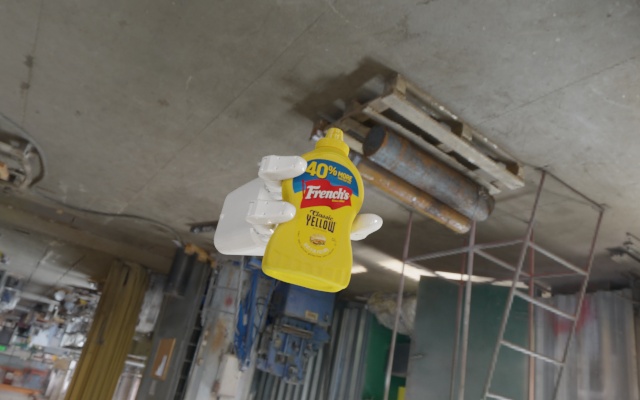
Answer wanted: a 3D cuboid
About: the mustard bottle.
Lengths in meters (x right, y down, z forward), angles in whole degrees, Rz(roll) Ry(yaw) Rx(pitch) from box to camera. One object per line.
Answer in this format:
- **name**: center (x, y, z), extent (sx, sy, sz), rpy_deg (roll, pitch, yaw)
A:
- **mustard bottle**: center (0.000, 0.002, 0.552), extent (0.096, 0.191, 0.058), rpy_deg (16, -23, -10)
